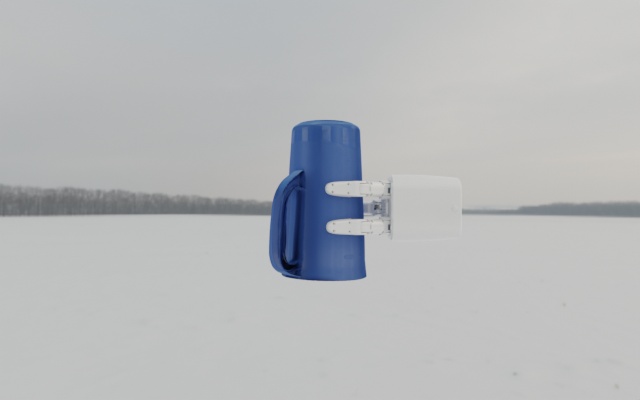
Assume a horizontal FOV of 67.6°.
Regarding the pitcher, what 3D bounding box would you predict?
[{"bbox_3d":[0.000,0.002,0.739,0.145,0.243,0.149,0,-1,0],"label":"pitcher"}]
